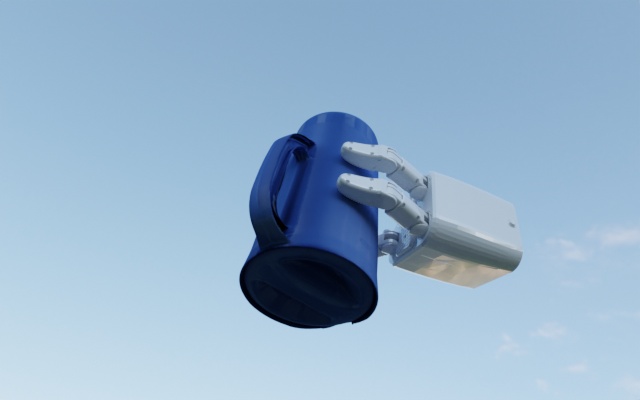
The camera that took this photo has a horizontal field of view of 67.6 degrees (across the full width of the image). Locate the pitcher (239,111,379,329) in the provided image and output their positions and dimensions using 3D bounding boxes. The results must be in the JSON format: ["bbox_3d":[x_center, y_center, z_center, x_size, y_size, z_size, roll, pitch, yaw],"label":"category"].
[{"bbox_3d":[0.000,0.002,0.524,0.145,0.242,0.149,18,-46,-6],"label":"pitcher"}]
